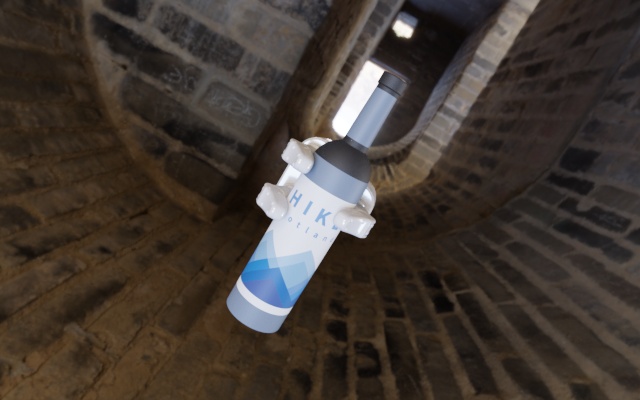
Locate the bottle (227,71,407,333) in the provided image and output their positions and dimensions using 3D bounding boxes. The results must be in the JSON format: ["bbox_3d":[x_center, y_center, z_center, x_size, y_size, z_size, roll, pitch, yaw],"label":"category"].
[{"bbox_3d":[0.000,0.002,0.502,0.069,0.296,0.069,30,11,-7],"label":"bottle"}]
